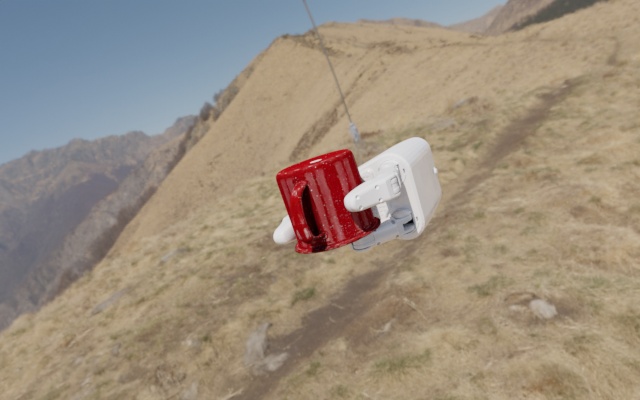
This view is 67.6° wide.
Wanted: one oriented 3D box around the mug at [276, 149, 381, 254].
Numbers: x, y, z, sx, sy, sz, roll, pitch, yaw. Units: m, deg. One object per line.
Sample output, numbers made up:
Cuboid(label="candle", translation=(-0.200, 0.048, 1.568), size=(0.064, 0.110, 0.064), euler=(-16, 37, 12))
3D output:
Cuboid(label="mug", translation=(-0.001, 0.002, 0.470), size=(0.093, 0.081, 0.117), euler=(-14, 11, 28))
